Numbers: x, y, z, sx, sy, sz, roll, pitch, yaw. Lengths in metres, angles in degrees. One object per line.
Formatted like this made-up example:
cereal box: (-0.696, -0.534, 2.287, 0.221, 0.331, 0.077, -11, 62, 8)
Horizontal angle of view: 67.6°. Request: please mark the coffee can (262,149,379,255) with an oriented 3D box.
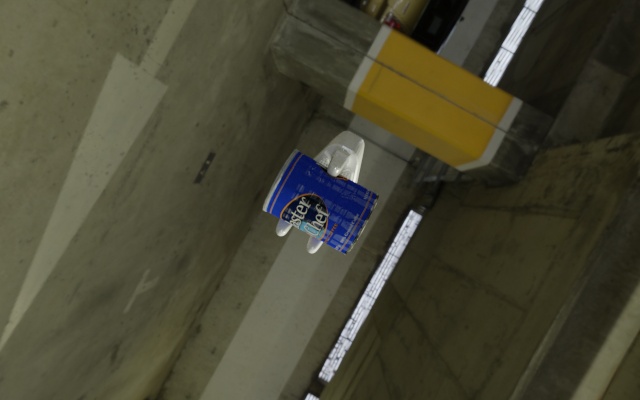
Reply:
coffee can: (0.000, 0.002, 0.704, 0.140, 0.103, 0.103, 29, 0, 0)
